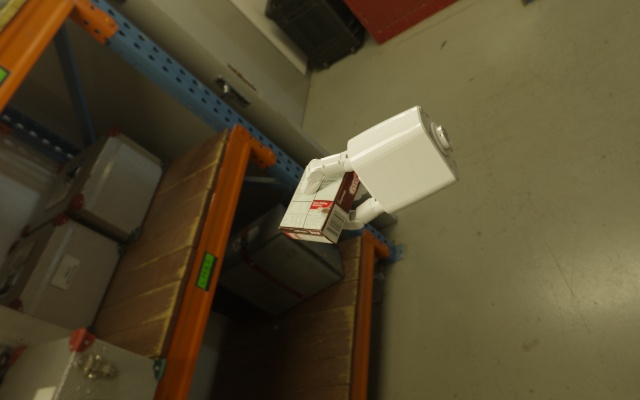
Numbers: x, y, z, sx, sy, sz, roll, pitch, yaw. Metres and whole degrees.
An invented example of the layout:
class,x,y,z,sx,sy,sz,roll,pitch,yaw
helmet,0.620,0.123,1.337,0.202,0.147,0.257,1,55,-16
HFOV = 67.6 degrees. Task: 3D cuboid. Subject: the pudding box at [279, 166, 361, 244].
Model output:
class,x,y,z,sx,sy,sz,roll,pitch,yaw
pudding box,0.000,0.002,0.688,0.090,0.113,0.039,2,-31,45
